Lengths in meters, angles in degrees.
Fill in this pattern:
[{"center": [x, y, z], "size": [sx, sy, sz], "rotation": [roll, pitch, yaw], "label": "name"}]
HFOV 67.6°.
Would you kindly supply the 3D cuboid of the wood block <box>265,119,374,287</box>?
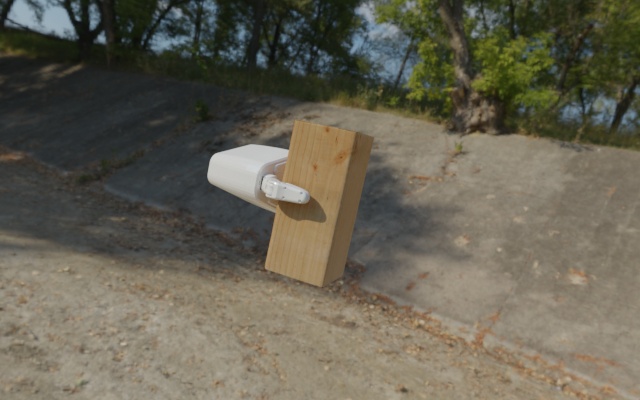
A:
[{"center": [0.000, 0.002, 0.660], "size": [0.090, 0.206, 0.091], "rotation": [15, 8, 20], "label": "wood block"}]
